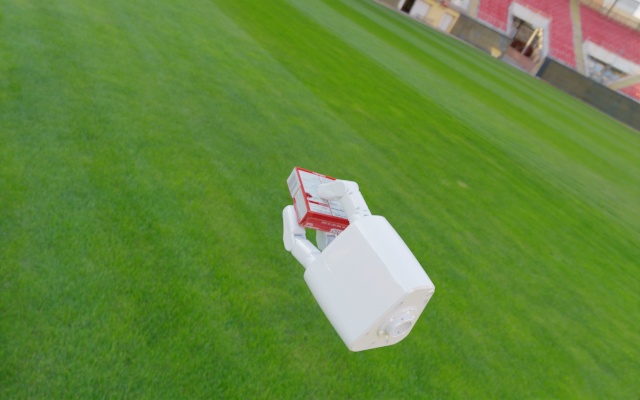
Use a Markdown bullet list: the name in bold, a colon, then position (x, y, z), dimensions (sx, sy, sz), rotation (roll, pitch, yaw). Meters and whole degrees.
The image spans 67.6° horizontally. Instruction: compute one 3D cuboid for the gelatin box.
- **gelatin box**: position (0.000, 0.001, 0.626), dimensions (0.073, 0.030, 0.089), rotation (15, 38, -30)
